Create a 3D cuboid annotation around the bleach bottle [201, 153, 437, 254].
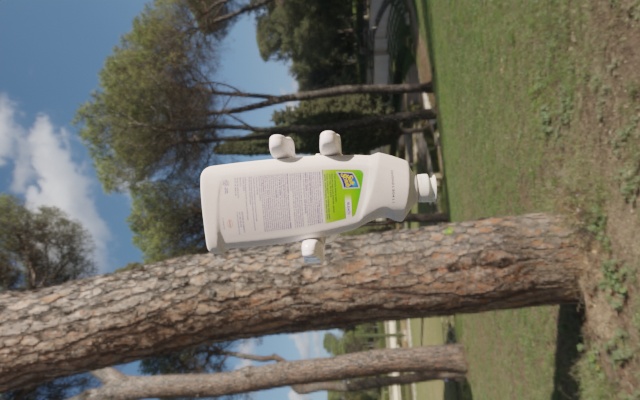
[{"bbox_3d":[0.000,0.002,0.529,0.251,0.102,0.068,-3,9,5],"label":"bleach bottle"}]
